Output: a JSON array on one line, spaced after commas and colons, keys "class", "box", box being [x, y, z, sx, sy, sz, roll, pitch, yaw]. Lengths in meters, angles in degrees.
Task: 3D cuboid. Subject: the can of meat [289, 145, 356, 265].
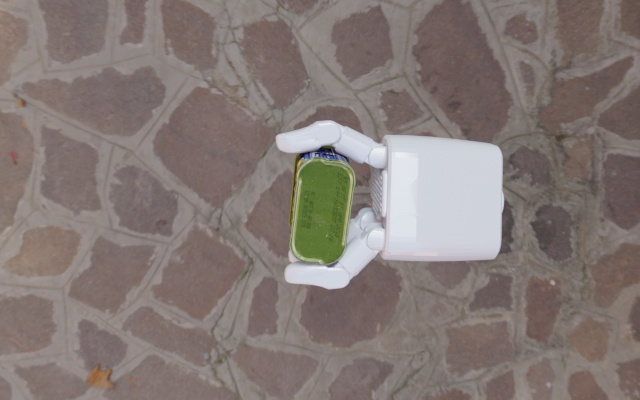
[{"class": "can of meat", "box": [0.000, 0.001, 0.456, 0.057, 0.102, 0.084, 6, 14, -4]}]
